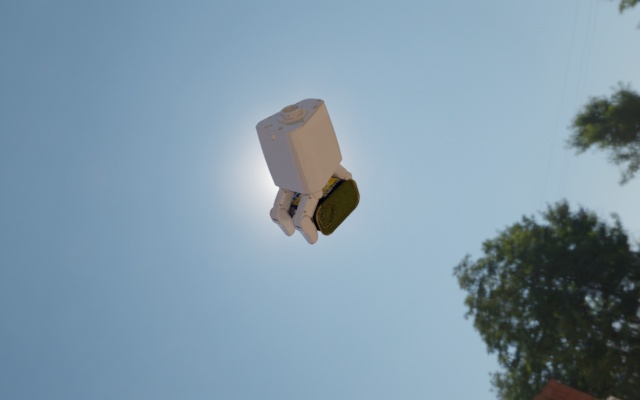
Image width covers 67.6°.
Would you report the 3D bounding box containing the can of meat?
[{"bbox_3d":[0.000,0.002,0.783,0.084,0.057,0.102,15,48,41],"label":"can of meat"}]
